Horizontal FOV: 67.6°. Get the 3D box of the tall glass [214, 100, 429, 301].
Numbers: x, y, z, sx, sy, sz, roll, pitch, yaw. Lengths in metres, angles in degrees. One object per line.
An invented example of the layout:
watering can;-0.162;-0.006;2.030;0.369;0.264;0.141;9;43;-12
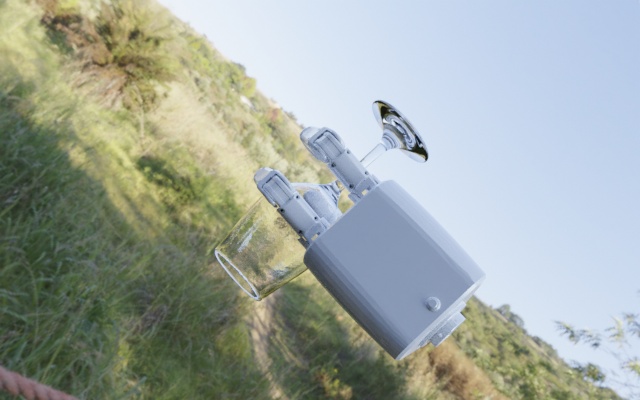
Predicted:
tall glass;0.000;0.001;0.434;0.201;0.079;0.079;-41;5;-5
